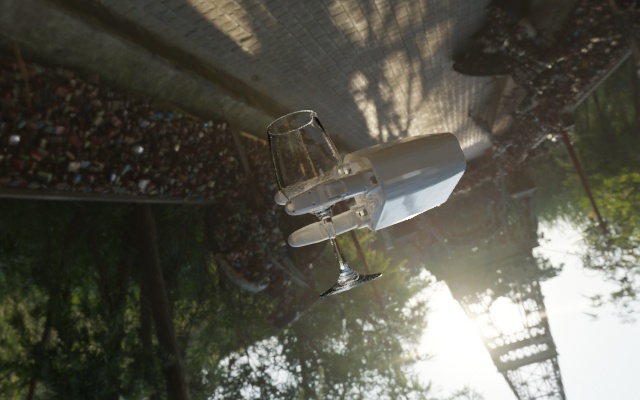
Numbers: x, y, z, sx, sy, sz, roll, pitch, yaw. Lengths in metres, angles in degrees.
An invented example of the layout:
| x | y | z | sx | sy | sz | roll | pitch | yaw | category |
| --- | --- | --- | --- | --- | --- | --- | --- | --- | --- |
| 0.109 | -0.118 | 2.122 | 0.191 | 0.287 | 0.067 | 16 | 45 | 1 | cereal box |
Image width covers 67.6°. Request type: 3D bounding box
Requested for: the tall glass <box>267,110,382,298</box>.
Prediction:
| x | y | z | sx | sy | sz | roll | pitch | yaw | category |
| --- | --- | --- | --- | --- | --- | --- | --- | --- | --- |
| 0.000 | 0.002 | 0.542 | 0.079 | 0.201 | 0.079 | -20 | -7 | -3 | tall glass |
